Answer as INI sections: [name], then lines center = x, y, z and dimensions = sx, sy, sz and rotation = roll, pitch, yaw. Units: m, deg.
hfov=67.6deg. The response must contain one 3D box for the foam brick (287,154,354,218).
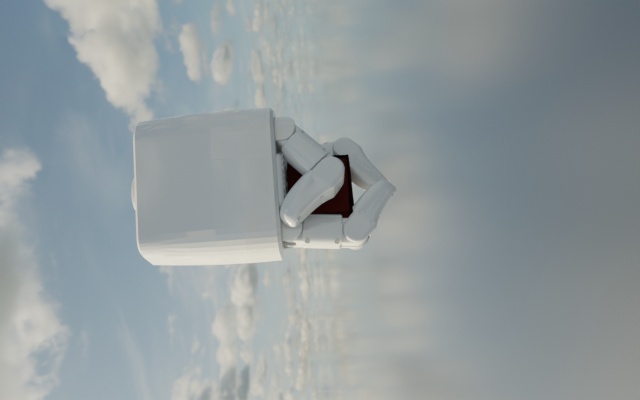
[foam brick]
center = 0.000, 0.002, 0.410
dimensions = 0.051, 0.053, 0.078
rotation = -4, -23, 0
